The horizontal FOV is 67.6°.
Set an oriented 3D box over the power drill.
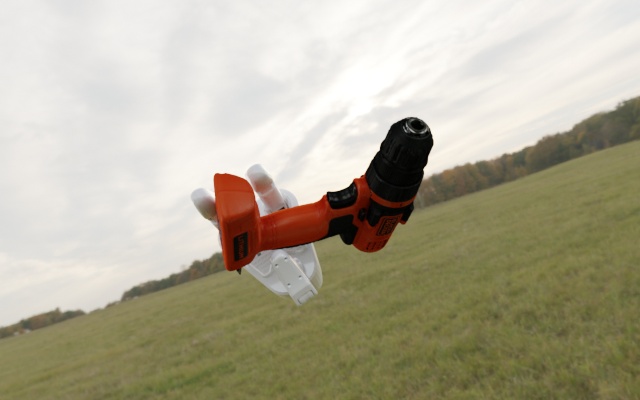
[{"bbox_3d":[0.000,0.002,0.438,0.187,0.057,0.185,-7,-35,-15],"label":"power drill"}]
